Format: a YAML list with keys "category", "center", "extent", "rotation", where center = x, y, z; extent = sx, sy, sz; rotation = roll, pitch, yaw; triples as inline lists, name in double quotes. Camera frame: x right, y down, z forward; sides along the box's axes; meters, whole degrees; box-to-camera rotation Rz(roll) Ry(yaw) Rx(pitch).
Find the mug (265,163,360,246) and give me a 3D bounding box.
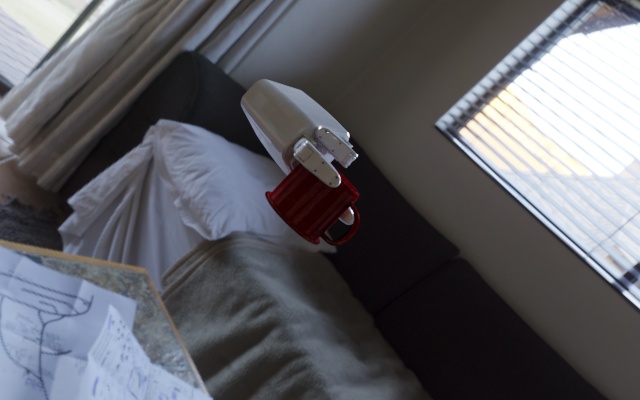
- category: "mug"
  center: [0.001, 0.003, 0.584]
  extent: [0.117, 0.081, 0.093]
  rotation: [48, 8, 24]
